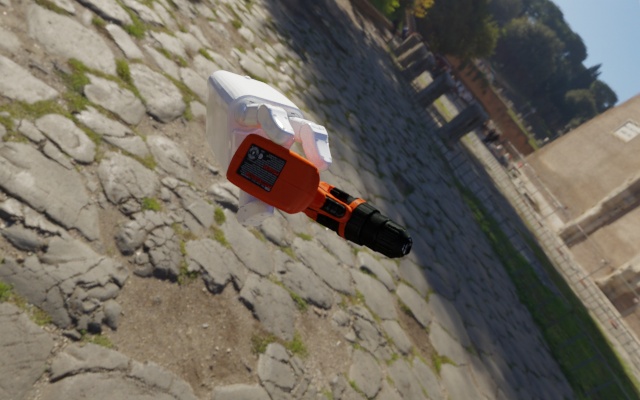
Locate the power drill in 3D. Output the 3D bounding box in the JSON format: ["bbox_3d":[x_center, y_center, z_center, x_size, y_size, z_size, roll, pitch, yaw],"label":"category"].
[{"bbox_3d":[0.000,0.001,0.527,0.184,0.057,0.188,26,-3,31],"label":"power drill"}]
